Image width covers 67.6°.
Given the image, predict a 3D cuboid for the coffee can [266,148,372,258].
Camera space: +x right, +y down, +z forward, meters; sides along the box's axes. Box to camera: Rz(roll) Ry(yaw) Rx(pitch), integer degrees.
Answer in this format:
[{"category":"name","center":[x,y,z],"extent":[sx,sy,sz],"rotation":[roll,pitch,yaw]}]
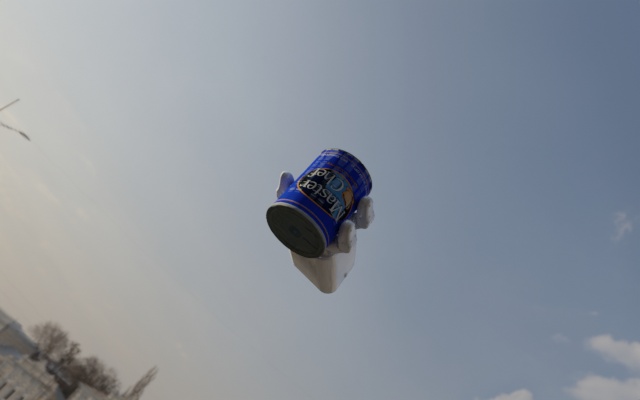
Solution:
[{"category":"coffee can","center":[0.000,0.002,0.721],"extent":[0.103,0.103,0.140],"rotation":[0,39,44]}]
